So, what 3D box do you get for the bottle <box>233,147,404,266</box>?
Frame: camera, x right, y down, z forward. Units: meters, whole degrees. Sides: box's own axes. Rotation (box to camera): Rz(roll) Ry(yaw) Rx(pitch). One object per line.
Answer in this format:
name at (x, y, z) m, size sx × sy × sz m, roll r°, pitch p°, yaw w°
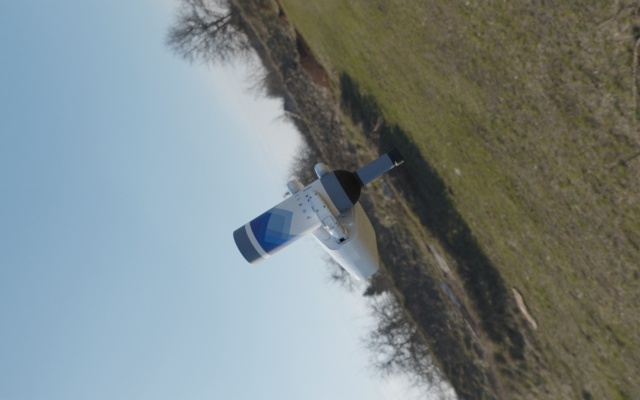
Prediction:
bottle at (0.000, 0.003, 0.769) m, size 0.296 × 0.069 × 0.069 m, roll -31°, pitch -4°, yaw 6°
